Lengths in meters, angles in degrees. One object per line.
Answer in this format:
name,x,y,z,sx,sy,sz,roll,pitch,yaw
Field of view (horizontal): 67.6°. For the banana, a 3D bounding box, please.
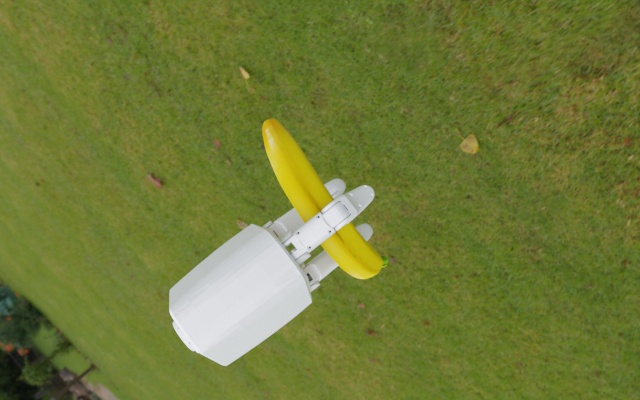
banana,0.003,0.010,0.458,0.037,0.198,0.069,-35,16,9
